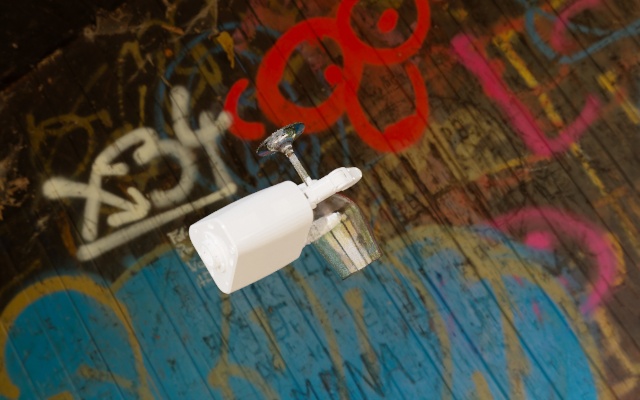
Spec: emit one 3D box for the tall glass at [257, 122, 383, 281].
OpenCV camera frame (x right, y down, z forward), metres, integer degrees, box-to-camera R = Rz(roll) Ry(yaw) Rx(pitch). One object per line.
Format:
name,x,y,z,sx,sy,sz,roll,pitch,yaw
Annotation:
tall glass,0.000,0.001,0.616,0.079,0.201,0.079,-32,-8,-5
